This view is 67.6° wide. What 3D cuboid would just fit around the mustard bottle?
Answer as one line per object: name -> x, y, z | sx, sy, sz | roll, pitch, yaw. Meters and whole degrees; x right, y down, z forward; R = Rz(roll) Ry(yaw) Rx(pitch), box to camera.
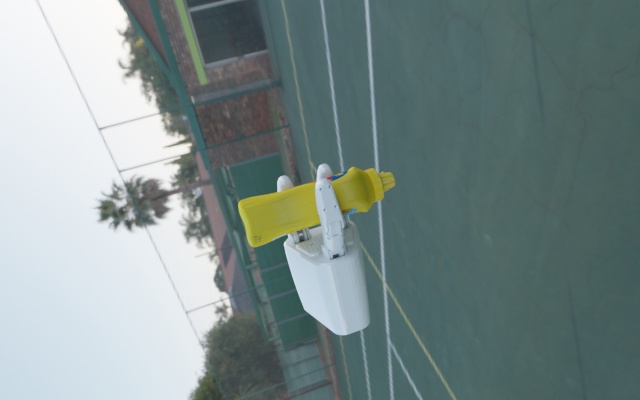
mustard bottle -> 0.000, 0.002, 0.576 | 0.191, 0.058, 0.096 | -17, -4, -10
